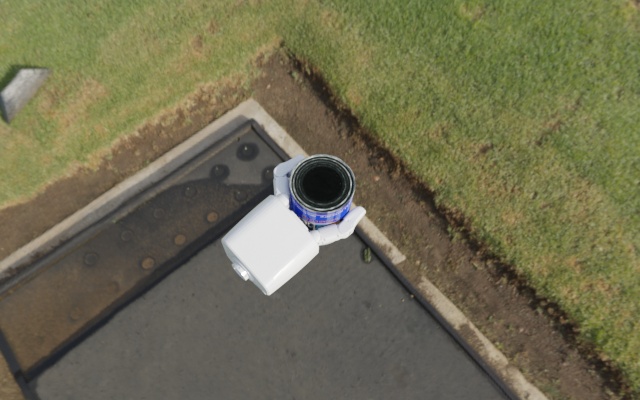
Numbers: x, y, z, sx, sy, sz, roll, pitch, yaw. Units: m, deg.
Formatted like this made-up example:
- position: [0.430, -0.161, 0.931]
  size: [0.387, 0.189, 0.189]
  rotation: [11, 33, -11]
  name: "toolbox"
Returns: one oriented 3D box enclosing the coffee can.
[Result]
- position: [0.000, 0.003, 0.793]
  size: [0.103, 0.102, 0.140]
  rotation: [0, -25, -3]
  name: "coffee can"
